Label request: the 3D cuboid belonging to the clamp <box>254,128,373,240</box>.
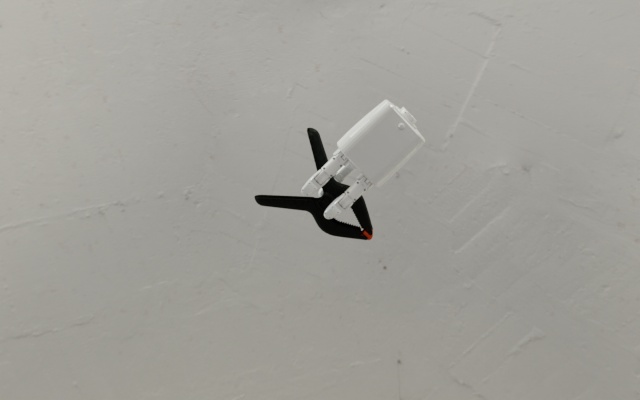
[{"bbox_3d":[0.001,0.003,0.825,0.164,0.210,0.036,-43,6,17],"label":"clamp"}]
